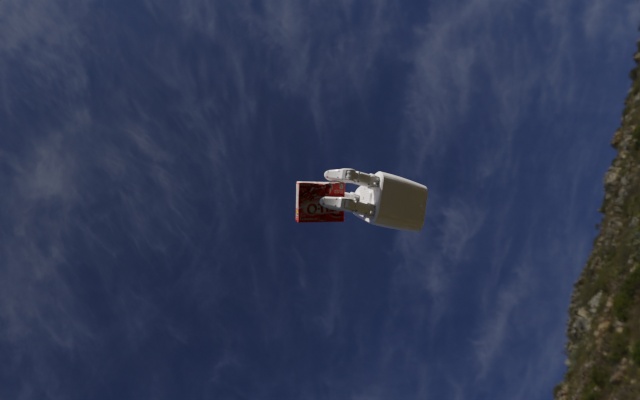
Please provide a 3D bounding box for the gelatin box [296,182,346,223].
[{"bbox_3d":[0.000,0.003,0.877,0.089,0.073,0.030,0,5,-13],"label":"gelatin box"}]
